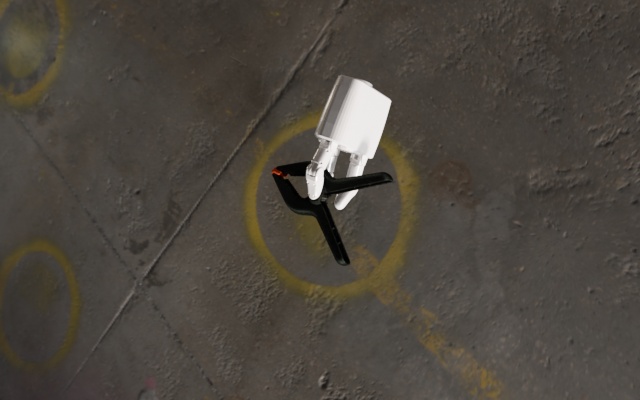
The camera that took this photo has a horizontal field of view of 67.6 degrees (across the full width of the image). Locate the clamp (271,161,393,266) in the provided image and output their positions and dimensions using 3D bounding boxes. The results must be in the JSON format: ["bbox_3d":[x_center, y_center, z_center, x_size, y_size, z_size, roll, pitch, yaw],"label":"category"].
[{"bbox_3d":[-0.001,0.002,0.801,0.210,0.164,0.036,22,1,26],"label":"clamp"}]
